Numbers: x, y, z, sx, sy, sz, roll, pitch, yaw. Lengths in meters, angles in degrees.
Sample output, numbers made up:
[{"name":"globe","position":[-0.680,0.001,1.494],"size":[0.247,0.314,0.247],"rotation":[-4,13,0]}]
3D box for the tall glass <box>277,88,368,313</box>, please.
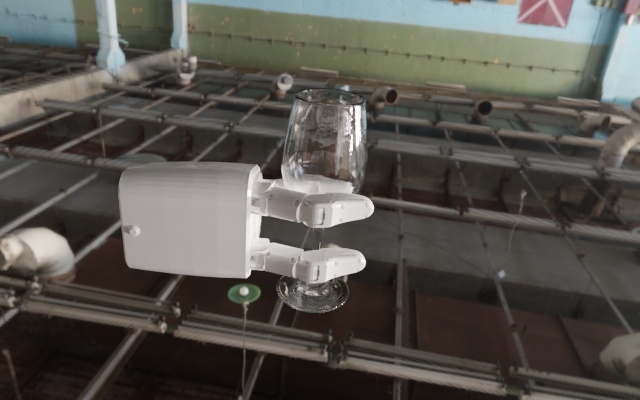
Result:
[{"name":"tall glass","position":[0.000,0.002,0.447],"size":[0.079,0.201,0.079],"rotation":[4,25,-2]}]
